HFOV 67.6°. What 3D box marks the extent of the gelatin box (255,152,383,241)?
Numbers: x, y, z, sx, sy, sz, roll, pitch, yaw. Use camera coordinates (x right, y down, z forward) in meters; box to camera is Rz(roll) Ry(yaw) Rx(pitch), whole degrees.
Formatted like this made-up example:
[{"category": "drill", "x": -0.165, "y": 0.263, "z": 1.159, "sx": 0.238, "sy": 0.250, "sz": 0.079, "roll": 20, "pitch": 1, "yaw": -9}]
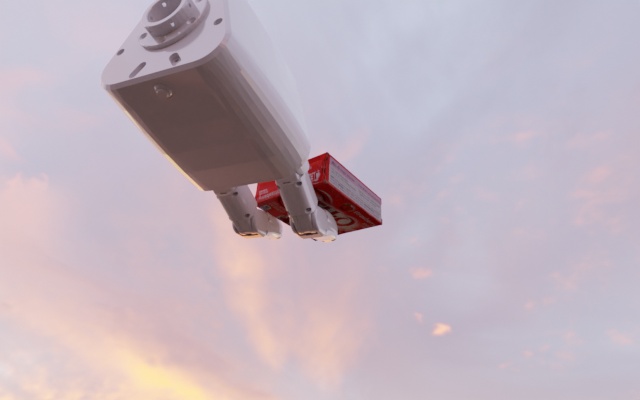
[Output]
[{"category": "gelatin box", "x": 0.000, "y": 0.001, "z": 0.409, "sx": 0.073, "sy": 0.030, "sz": 0.089, "roll": -17, "pitch": -34, "yaw": 32}]
